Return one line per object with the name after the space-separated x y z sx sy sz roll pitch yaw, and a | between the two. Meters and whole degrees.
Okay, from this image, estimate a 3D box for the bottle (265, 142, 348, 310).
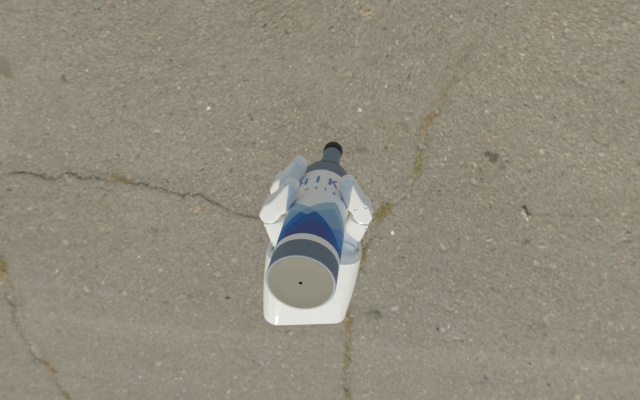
0.000 0.002 0.563 0.069 0.069 0.295 0 30 8 | bottle
